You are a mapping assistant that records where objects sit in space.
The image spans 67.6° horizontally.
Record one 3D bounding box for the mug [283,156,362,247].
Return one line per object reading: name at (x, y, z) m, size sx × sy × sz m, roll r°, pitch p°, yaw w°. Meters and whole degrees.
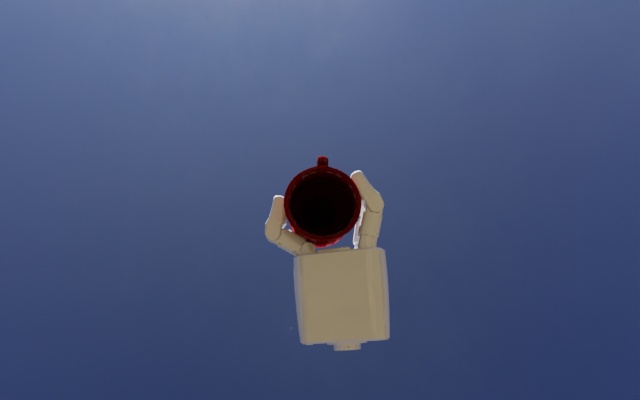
mug at (0.000, 0.001, 0.609) m, size 0.093 × 0.117 × 0.081 m, roll -1°, pitch -16°, yaw -4°
